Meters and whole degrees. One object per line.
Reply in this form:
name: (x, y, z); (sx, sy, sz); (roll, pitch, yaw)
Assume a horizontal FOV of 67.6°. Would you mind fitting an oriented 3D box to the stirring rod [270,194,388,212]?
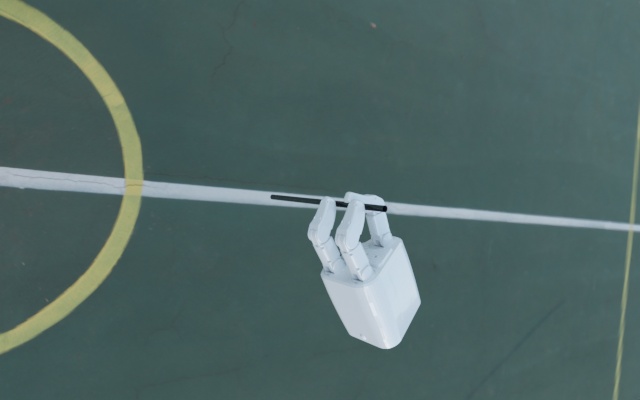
stirring rod: (0.000, 0.002, 0.646); (0.011, 0.011, 0.239); (0, 4, -38)
